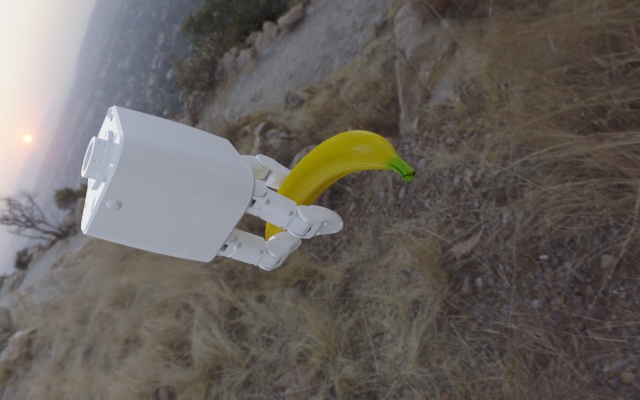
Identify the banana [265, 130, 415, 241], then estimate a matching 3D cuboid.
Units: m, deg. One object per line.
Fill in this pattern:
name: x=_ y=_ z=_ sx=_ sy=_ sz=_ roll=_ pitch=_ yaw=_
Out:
banana: x=0.001 y=-0.017 z=0.459 sx=0.037 sy=0.069 sz=0.198 roll=14 pitch=-30 yaw=-38
